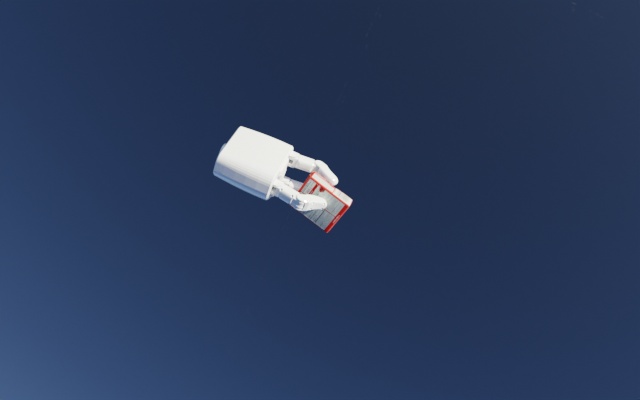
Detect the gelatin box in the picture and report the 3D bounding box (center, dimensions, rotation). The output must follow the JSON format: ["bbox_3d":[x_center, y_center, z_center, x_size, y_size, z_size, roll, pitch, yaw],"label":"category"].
[{"bbox_3d":[0.000,0.003,0.852,0.089,0.073,0.030,37,30,-1],"label":"gelatin box"}]
